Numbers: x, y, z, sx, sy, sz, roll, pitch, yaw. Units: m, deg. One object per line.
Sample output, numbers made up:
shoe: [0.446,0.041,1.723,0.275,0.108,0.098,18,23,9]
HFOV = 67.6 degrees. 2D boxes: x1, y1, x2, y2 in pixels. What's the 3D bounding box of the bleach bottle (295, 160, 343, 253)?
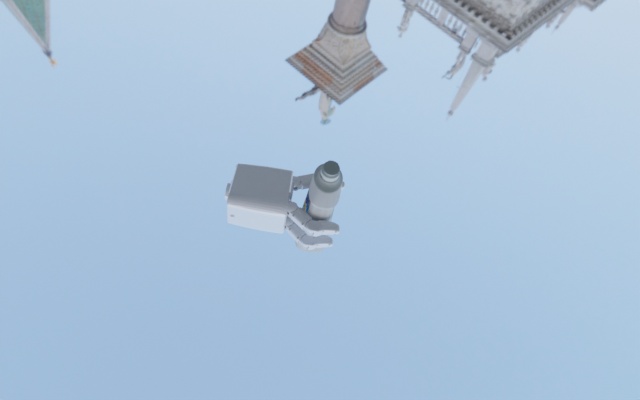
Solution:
bleach bottle: [0.000,0.003,0.874,0.068,0.102,0.251,10,-31,-4]
